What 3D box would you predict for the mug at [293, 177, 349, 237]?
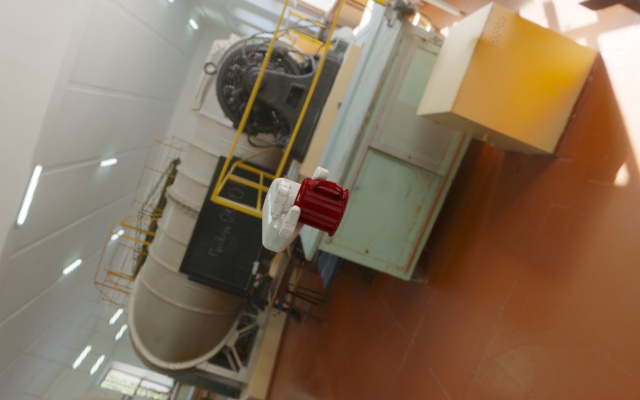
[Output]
[{"bbox_3d":[0.000,0.002,0.852,0.081,0.093,0.117,21,-35,-8],"label":"mug"}]
